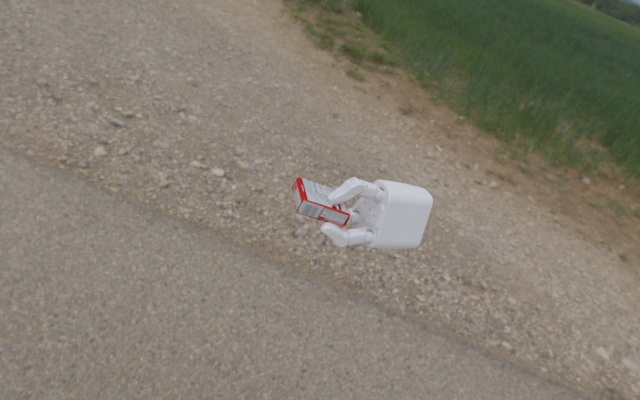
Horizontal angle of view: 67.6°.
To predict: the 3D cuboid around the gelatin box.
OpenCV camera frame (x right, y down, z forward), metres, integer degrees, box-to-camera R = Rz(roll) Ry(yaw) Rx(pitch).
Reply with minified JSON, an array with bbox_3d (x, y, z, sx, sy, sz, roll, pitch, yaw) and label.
[{"bbox_3d":[0.000,0.002,0.792,0.089,0.030,0.073,18,28,-22],"label":"gelatin box"}]
